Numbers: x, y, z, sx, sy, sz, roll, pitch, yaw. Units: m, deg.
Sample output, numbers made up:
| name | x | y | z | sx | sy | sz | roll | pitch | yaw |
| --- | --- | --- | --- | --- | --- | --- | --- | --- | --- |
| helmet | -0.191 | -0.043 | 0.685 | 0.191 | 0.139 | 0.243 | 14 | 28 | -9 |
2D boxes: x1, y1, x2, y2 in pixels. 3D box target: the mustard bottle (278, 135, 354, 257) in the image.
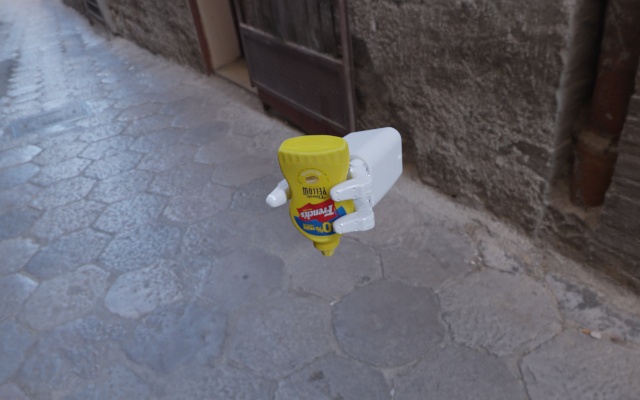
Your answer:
| name | x | y | z | sx | sy | sz | roll | pitch | yaw |
| --- | --- | --- | --- | --- | --- | --- | --- | --- | --- |
| mustard bottle | 0.000 | 0.002 | 0.694 | 0.096 | 0.192 | 0.058 | 0 | 34 | 12 |
